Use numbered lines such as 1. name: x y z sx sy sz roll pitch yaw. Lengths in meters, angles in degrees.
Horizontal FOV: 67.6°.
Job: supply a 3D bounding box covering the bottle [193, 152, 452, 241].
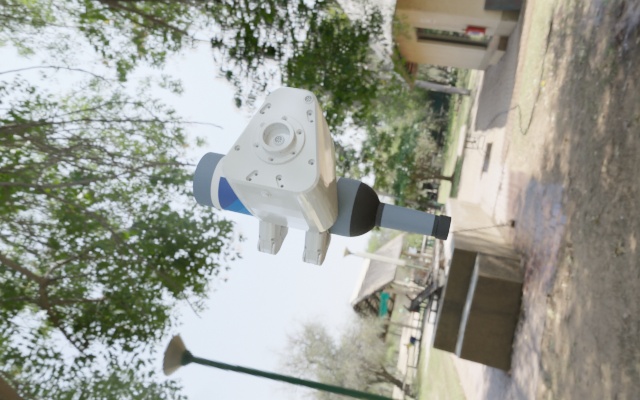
1. bottle: 0.000 0.002 0.553 0.295 0.069 0.069 12 3 13
